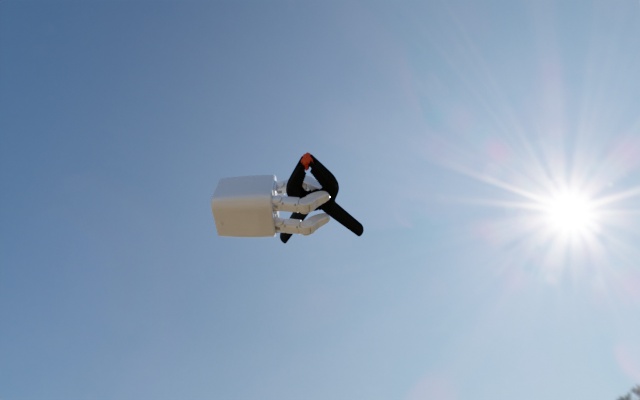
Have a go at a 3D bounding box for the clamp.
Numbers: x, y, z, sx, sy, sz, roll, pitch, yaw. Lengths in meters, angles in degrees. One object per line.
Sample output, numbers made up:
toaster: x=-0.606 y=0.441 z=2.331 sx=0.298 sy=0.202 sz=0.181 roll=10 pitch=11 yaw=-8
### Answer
clamp: x=0.000 y=0.002 z=0.879 sx=0.164 sy=0.210 sz=0.036 roll=-2 pitch=43 yaw=0
